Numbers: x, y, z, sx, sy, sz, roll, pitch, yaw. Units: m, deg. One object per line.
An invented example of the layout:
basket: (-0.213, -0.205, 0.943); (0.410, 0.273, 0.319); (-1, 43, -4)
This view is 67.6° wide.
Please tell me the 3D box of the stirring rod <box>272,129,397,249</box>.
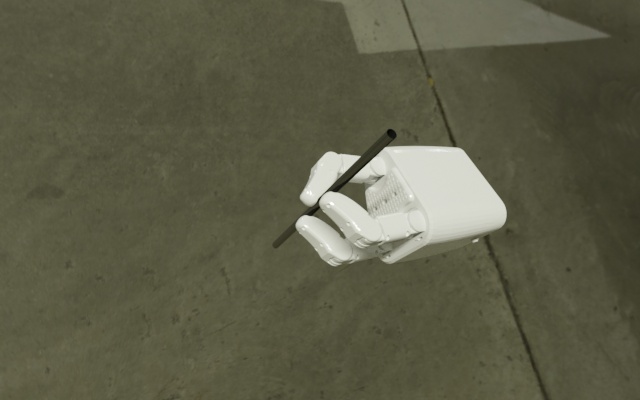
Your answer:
stirring rod: (0.000, 0.001, 0.434); (0.011, 0.011, 0.240); (0, -24, -27)
